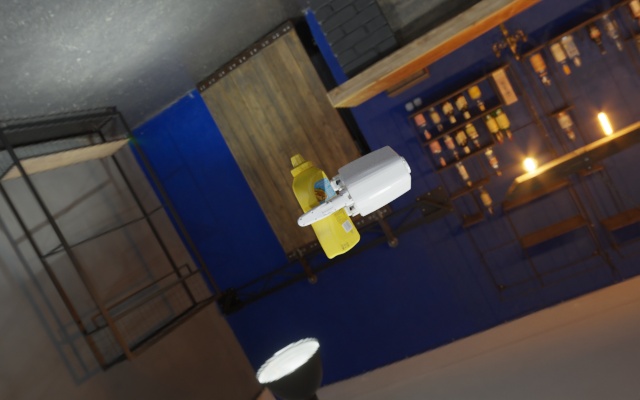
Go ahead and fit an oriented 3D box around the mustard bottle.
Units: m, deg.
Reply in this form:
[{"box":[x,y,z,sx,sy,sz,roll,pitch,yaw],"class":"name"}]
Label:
[{"box":[0.000,0.003,0.863,0.058,0.191,0.096,-27,2,28],"class":"mustard bottle"}]
